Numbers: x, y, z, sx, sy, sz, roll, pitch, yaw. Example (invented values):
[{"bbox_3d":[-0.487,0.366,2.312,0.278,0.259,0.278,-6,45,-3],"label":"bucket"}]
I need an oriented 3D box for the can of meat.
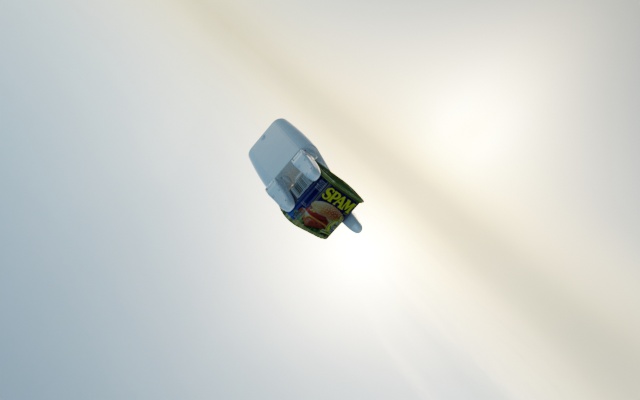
[{"bbox_3d":[0.000,0.003,0.689,0.102,0.084,0.057,32,13,-46],"label":"can of meat"}]
